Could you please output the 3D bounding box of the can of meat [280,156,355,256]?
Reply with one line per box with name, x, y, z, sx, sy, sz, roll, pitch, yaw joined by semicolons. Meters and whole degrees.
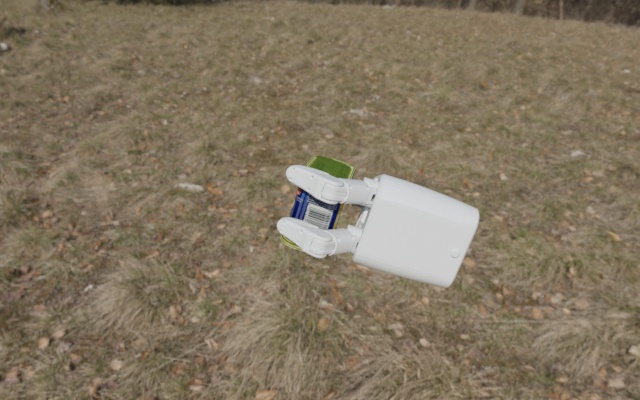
can of meat;0.000;0.001;0.532;0.057;0.084;0.102;19;18;3
